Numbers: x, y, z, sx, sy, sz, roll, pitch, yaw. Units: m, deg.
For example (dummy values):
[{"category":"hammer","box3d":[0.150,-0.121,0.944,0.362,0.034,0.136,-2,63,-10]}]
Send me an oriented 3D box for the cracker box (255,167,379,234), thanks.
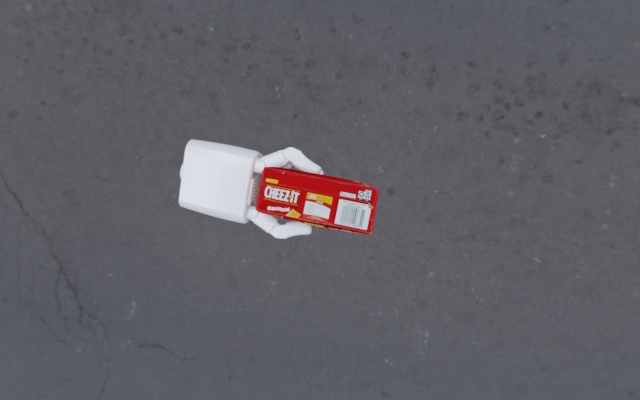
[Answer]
[{"category":"cracker box","box3d":[0.000,0.003,0.748,0.164,0.072,0.214,11,-1,3]}]
